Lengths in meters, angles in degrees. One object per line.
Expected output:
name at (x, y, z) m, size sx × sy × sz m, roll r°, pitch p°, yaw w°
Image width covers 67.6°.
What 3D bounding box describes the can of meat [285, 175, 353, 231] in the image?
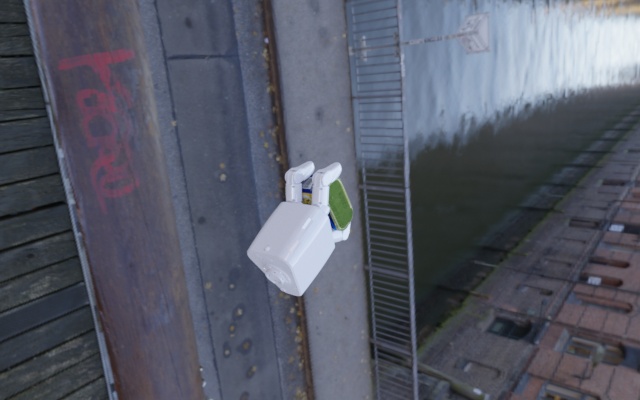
can of meat at (0.000, 0.003, 0.817) m, size 0.084 × 0.102 × 0.057 m, roll 7°, pitch 46°, yaw 39°
